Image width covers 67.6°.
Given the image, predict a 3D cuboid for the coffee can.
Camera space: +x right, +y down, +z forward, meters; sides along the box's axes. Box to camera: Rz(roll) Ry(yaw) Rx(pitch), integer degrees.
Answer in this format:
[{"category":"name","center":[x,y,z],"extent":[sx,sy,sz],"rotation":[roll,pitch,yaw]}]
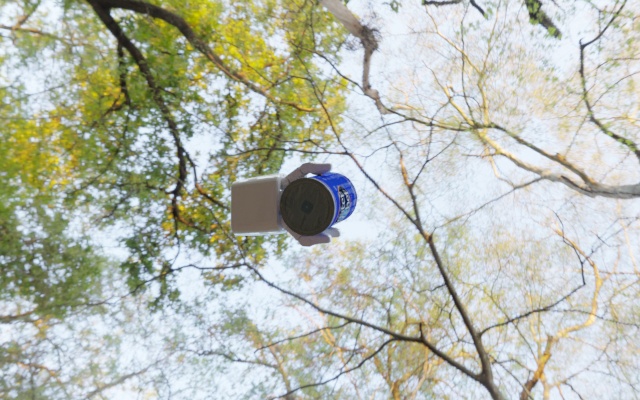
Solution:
[{"category":"coffee can","center":[0.000,0.003,0.883],"extent":[0.103,0.103,0.140],"rotation":[0,7,21]}]
